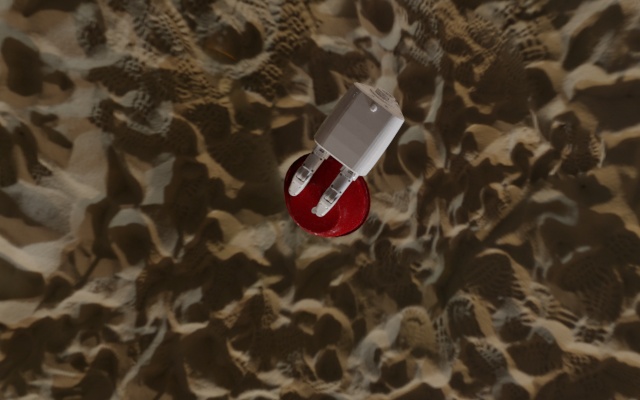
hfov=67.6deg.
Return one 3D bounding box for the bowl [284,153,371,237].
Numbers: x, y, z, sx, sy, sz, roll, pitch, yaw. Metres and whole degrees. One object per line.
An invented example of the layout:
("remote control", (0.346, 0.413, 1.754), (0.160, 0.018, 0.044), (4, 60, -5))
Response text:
("bowl", (0.000, 0.004, 0.805), (0.162, 0.162, 0.055), (0, 25, 24))
